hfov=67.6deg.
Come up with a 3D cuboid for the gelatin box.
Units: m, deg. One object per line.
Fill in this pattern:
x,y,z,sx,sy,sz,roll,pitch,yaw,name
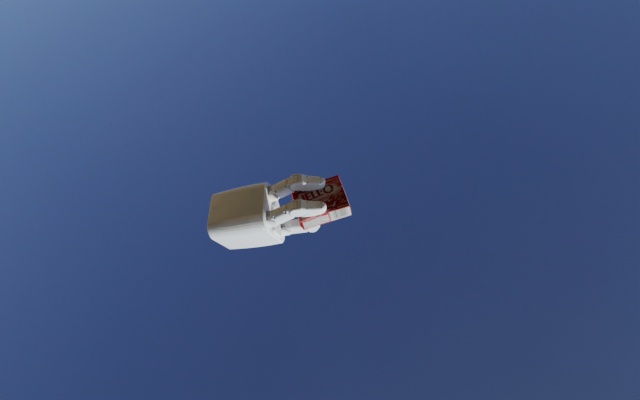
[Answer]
0.001,0.003,0.814,0.089,0.073,0.030,-17,-39,-1,gelatin box
